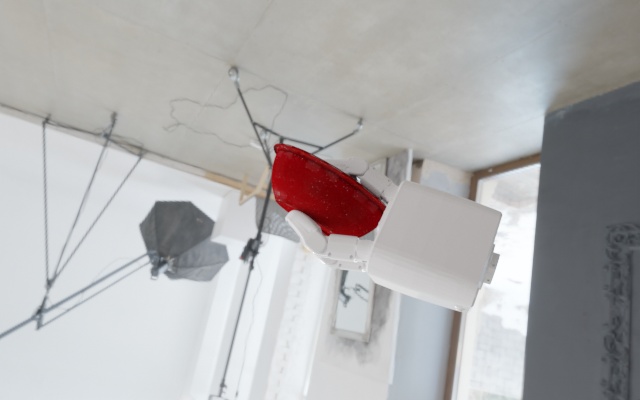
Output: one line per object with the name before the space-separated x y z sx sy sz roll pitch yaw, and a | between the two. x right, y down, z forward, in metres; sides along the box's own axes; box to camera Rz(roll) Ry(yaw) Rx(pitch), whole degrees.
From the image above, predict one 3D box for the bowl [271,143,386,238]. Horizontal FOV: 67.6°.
bowl | -0.001 0.002 0.554 0.162 0.055 0.162 32 -9 5
